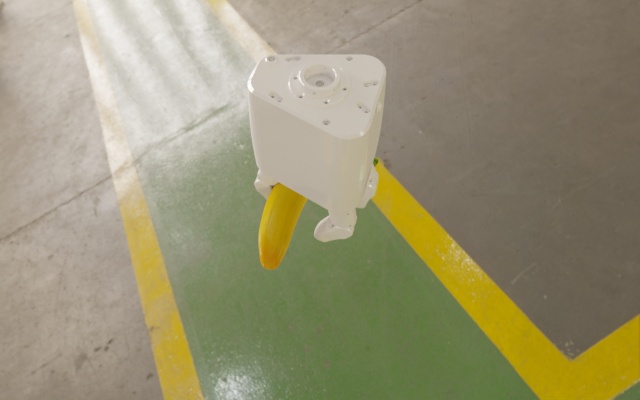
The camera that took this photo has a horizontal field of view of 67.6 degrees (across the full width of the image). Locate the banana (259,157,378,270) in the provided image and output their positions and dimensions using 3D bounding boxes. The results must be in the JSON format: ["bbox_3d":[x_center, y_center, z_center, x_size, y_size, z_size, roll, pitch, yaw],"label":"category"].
[{"bbox_3d":[-0.011,-0.014,0.517,0.197,0.069,0.037,-44,-1,-29],"label":"banana"}]
